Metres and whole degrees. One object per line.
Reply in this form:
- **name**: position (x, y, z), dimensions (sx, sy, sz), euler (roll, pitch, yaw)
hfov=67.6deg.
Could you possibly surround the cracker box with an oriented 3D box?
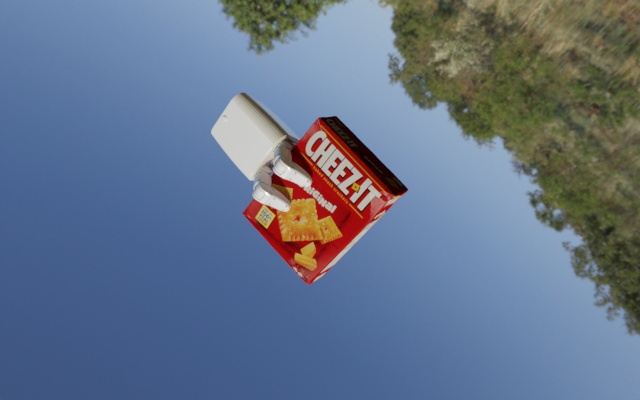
- **cracker box**: position (0.000, 0.003, 0.744), dimensions (0.214, 0.164, 0.072), euler (-49, -12, 26)
